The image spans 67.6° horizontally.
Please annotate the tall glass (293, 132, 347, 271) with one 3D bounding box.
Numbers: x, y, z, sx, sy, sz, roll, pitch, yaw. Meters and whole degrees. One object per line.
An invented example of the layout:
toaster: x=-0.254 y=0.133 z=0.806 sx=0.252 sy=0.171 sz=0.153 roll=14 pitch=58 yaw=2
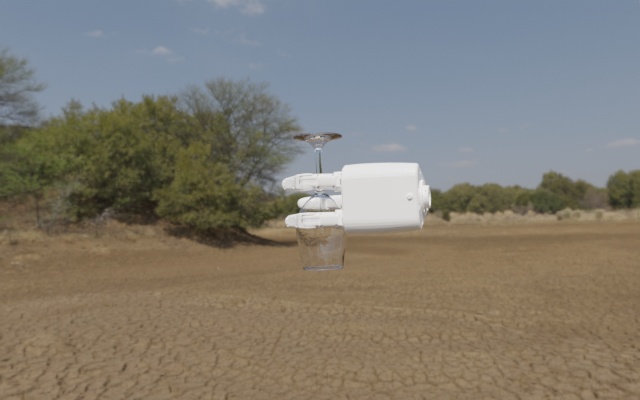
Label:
tall glass: x=0.000 y=0.002 z=0.721 sx=0.079 sy=0.201 sz=0.079 roll=-2 pitch=-2 yaw=0
